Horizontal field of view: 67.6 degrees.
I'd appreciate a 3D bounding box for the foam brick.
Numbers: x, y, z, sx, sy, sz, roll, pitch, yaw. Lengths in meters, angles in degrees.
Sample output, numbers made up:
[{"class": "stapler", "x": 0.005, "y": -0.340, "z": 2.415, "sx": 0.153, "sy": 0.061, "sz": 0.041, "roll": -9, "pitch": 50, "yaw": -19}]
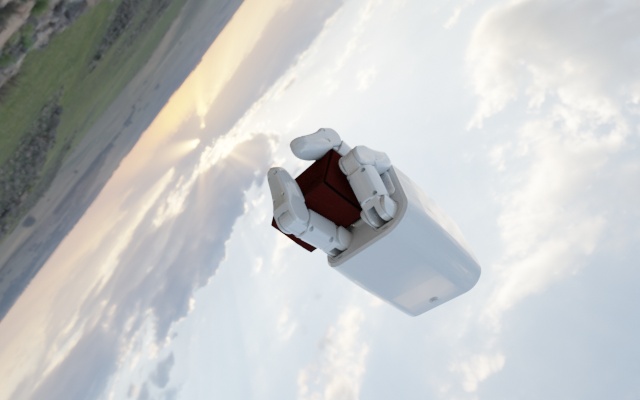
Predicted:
[{"class": "foam brick", "x": 0.000, "y": 0.001, "z": 0.443, "sx": 0.051, "sy": 0.053, "sz": 0.078, "roll": 37, "pitch": -52, "yaw": -21}]
